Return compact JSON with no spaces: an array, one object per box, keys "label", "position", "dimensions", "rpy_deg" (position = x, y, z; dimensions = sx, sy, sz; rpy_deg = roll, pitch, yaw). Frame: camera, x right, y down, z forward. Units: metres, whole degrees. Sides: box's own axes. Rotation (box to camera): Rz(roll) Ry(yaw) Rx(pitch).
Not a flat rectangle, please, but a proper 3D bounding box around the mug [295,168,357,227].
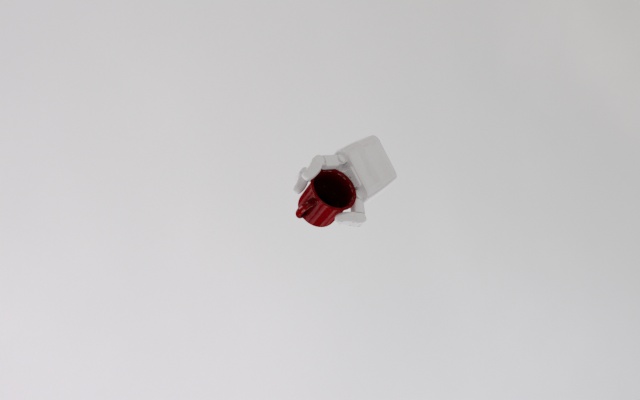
[{"label":"mug","position":[-0.001,0.004,0.893],"dimensions":[0.117,0.093,0.081],"rpy_deg":[-30,-13,-40]}]
